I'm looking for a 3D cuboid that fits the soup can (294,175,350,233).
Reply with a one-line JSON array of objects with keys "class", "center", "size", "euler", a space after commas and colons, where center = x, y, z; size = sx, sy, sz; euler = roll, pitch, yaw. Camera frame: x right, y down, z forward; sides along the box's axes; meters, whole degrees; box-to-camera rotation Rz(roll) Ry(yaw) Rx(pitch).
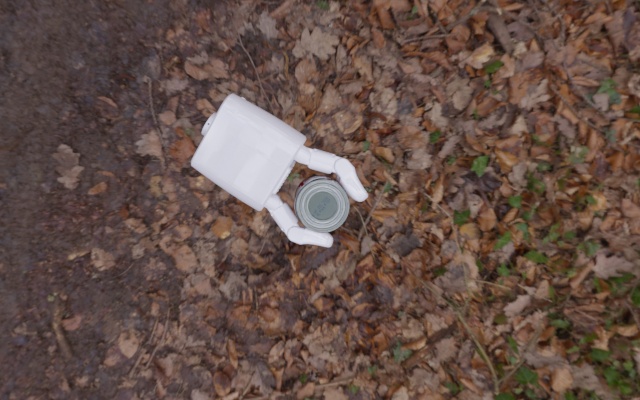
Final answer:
[{"class": "soup can", "center": [0.000, 0.002, 0.620], "size": [0.068, 0.068, 0.102], "euler": [0, 5, -3]}]
